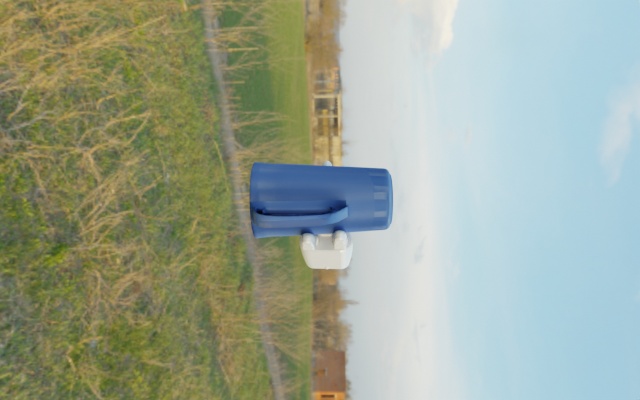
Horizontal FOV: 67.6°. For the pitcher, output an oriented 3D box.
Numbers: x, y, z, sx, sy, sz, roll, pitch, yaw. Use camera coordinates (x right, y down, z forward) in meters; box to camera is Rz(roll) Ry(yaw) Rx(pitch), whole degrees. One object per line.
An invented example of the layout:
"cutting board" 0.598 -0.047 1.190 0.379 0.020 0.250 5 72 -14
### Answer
"pitcher" 0.000 0.003 0.825 0.243 0.149 0.145 -1 -27 2
